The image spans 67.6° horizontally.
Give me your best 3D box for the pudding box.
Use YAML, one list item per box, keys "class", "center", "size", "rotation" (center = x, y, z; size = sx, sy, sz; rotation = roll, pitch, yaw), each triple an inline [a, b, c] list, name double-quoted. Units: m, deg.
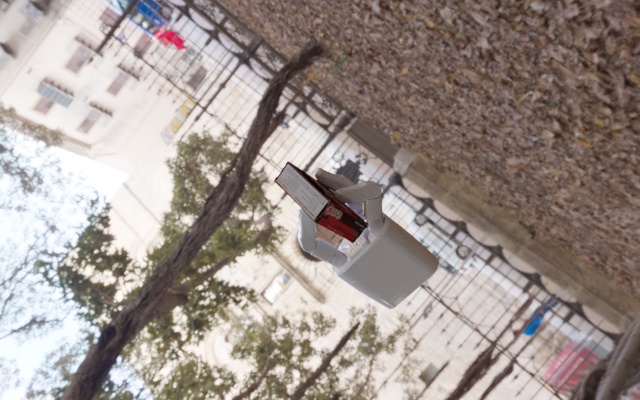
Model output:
- class: "pudding box"
  center: [0.000, 0.002, 0.645]
  size: [0.090, 0.039, 0.113]
  rotation: [33, 6, -46]
